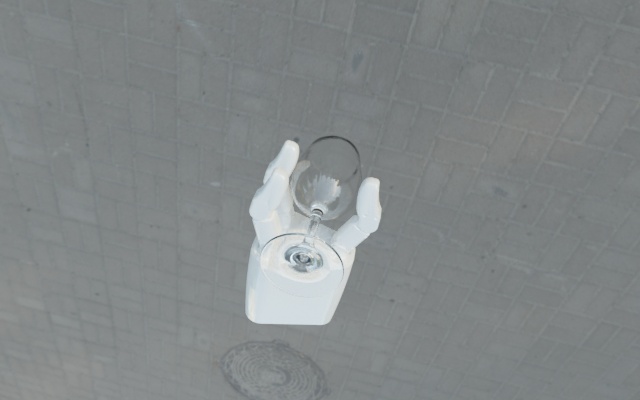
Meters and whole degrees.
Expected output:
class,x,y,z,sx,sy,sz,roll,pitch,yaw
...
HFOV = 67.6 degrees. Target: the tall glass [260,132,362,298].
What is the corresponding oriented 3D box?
class,x,y,z,sx,sy,sz,roll,pitch,yaw
tall glass,0.000,0.002,0.492,0.079,0.079,0.201,0,35,12
